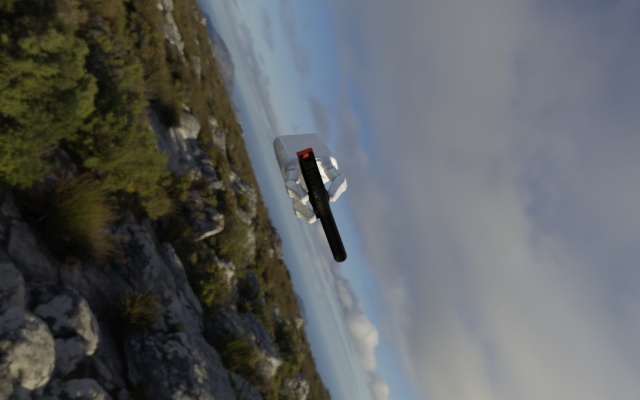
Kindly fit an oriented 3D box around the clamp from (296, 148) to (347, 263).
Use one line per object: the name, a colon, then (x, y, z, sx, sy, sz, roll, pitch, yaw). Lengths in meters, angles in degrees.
clamp: (0.001, 0.002, 0.872, 0.036, 0.210, 0.164, -21, 41, -6)
